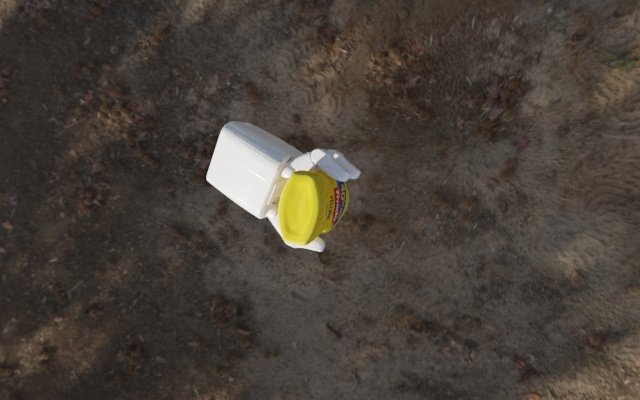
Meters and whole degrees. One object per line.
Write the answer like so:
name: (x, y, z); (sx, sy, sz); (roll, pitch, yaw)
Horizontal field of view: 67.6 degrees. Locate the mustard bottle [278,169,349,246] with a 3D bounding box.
mustard bottle: (0.000, 0.002, 0.694); (0.058, 0.096, 0.191); (10, 8, 16)
